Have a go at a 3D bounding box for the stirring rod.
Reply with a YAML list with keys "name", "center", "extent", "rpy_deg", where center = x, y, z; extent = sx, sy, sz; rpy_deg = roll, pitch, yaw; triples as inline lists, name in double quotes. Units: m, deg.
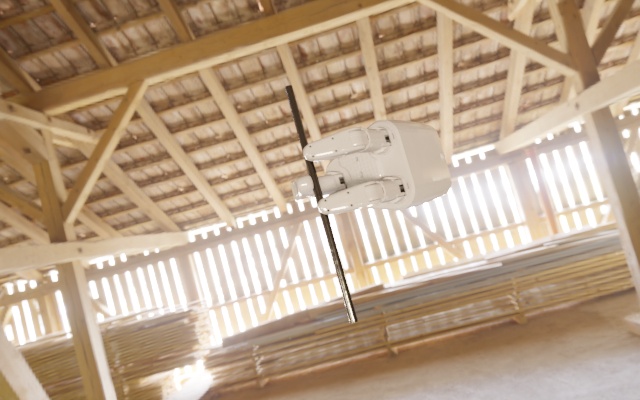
- name: "stirring rod"
  center: [0.000, 0.002, 0.469]
  extent: [0.011, 0.239, 0.011]
  rpy_deg: [-16, -4, -1]
